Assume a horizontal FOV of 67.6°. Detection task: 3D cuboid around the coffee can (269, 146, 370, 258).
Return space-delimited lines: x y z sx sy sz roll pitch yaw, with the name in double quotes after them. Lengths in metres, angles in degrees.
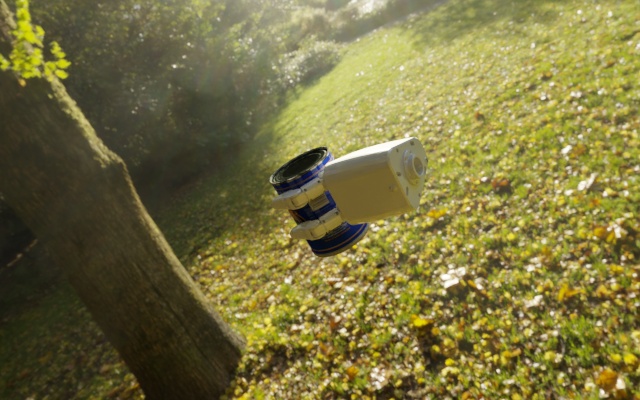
0.000 0.003 0.742 0.103 0.140 0.102 -26 20 11 "coffee can"
